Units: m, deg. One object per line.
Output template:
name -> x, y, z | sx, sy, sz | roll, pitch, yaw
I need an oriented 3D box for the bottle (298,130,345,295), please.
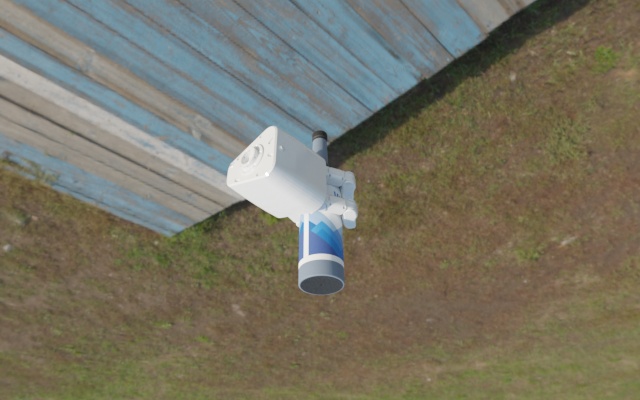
bottle -> 0.000, 0.003, 0.769 | 0.069, 0.295, 0.069 | 0, -36, 0
